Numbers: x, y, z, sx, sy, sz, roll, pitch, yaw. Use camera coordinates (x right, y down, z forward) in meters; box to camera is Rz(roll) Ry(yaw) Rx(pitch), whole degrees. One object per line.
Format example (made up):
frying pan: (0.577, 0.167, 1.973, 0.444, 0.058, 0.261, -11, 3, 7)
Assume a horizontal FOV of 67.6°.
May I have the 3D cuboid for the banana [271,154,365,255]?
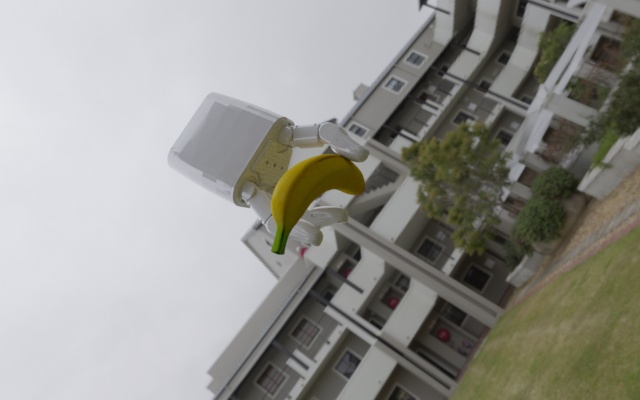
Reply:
banana: (0.001, -0.014, 0.488, 0.037, 0.070, 0.197, 19, 26, 23)
